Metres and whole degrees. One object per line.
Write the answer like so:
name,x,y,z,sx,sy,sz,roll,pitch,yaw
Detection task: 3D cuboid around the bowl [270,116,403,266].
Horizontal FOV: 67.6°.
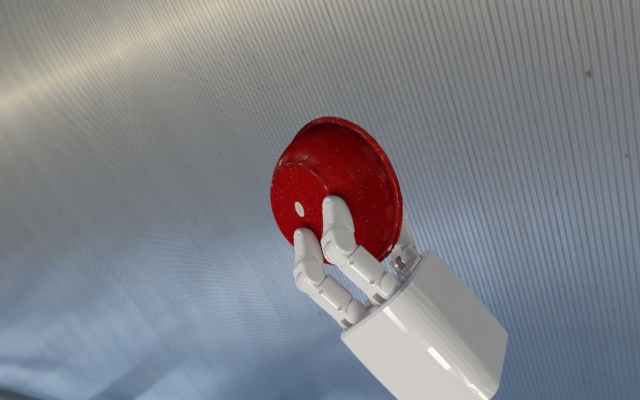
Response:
bowl,-0.001,0.001,0.472,0.055,0.162,0.162,-21,14,-41
